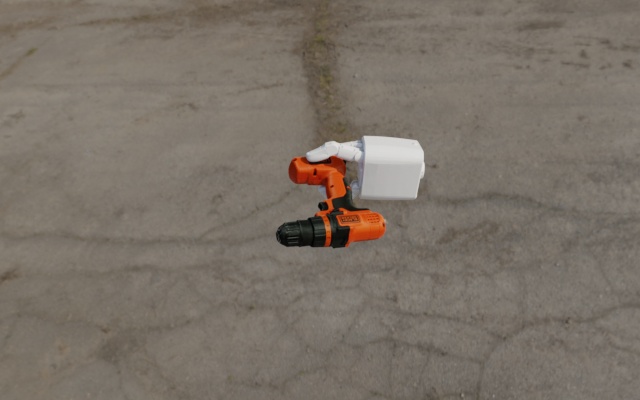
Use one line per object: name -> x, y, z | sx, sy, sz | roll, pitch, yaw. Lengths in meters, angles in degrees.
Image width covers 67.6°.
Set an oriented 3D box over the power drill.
power drill -> 0.000, 0.002, 0.826 | 0.184, 0.187, 0.057 | -3, -43, -19
